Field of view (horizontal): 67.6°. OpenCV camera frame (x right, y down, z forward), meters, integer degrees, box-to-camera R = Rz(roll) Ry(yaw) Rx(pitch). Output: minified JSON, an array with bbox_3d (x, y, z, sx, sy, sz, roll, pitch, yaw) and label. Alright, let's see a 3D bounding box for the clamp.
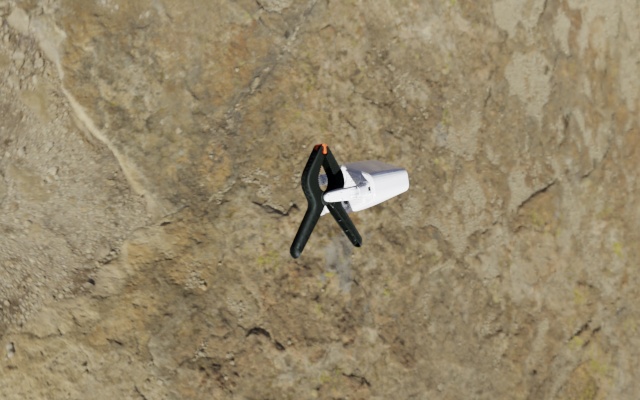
[{"bbox_3d":[0.001,0.002,0.877,0.164,0.210,0.036,-14,7,-38],"label":"clamp"}]
